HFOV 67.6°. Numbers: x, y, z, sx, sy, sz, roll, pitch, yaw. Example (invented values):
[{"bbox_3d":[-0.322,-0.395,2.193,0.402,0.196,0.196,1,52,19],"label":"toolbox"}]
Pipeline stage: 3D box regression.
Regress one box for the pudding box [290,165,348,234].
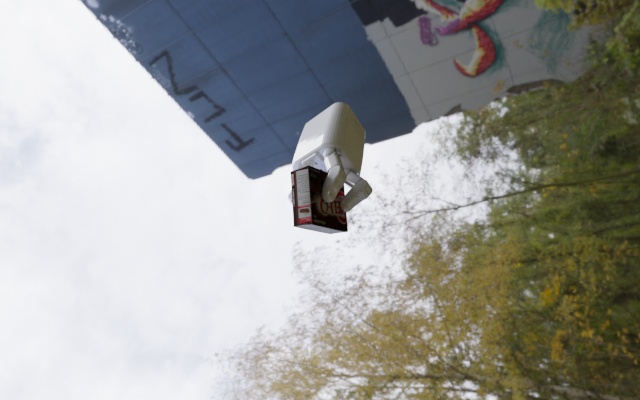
[{"bbox_3d":[0.000,0.002,0.742,0.039,0.090,0.113,-13,-15,31],"label":"pudding box"}]
